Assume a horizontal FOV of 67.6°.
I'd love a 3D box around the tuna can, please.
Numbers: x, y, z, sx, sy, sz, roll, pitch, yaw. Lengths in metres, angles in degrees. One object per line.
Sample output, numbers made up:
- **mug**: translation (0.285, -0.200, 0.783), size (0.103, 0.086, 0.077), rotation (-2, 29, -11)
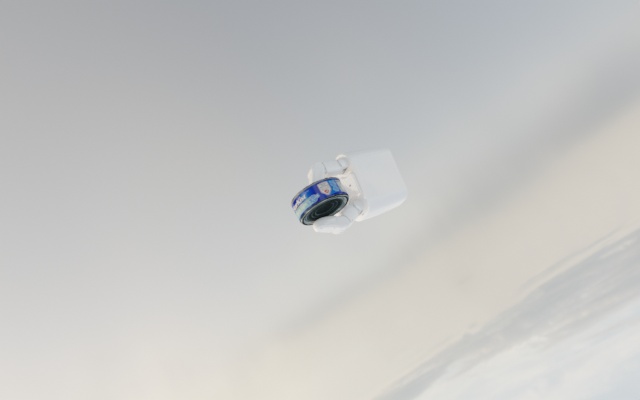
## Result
- **tuna can**: translation (0.000, 0.003, 0.729), size (0.086, 0.033, 0.086), rotation (-25, -21, -10)
